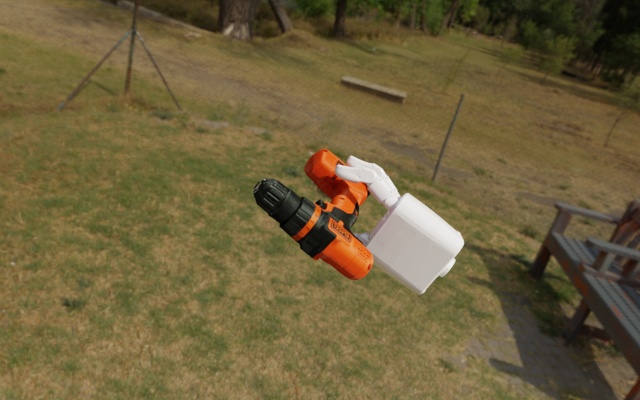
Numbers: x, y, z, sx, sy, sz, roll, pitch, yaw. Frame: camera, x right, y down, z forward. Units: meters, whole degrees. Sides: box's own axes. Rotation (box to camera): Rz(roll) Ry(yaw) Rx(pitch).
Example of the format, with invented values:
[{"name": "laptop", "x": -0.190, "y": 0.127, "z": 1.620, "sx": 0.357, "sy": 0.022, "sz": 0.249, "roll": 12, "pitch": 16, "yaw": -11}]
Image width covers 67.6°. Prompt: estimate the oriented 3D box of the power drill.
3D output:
[{"name": "power drill", "x": 0.000, "y": 0.002, "z": 0.666, "sx": 0.057, "sy": 0.184, "sz": 0.187, "roll": -40, "pitch": 18, "yaw": 29}]
